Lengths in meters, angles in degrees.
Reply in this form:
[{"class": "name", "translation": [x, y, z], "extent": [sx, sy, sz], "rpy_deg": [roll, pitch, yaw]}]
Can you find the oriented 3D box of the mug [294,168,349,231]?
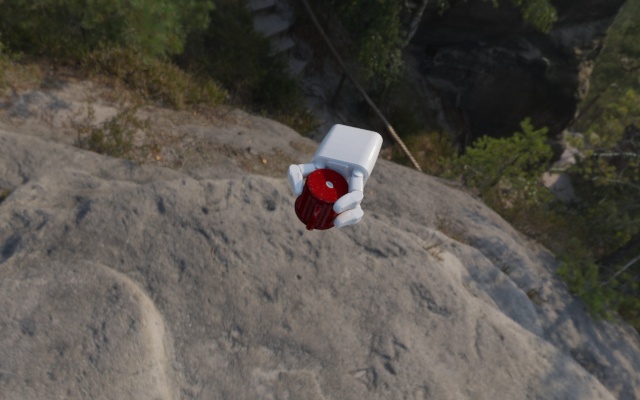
[{"class": "mug", "translation": [0.000, 0.004, 0.875], "extent": [0.093, 0.117, 0.081], "rpy_deg": [26, -38, 3]}]
